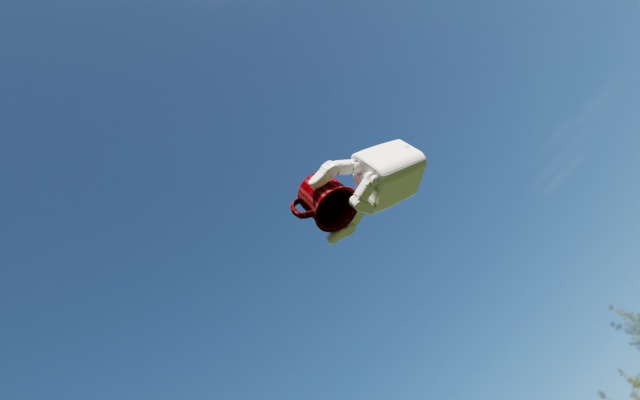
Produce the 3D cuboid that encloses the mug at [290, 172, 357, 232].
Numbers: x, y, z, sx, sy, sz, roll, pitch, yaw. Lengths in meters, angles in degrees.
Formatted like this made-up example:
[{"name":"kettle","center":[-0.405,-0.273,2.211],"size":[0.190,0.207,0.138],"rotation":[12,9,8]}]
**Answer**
[{"name":"mug","center":[-0.001,0.003,0.874],"size":[0.117,0.093,0.081],"rotation":[-21,37,-22]}]
